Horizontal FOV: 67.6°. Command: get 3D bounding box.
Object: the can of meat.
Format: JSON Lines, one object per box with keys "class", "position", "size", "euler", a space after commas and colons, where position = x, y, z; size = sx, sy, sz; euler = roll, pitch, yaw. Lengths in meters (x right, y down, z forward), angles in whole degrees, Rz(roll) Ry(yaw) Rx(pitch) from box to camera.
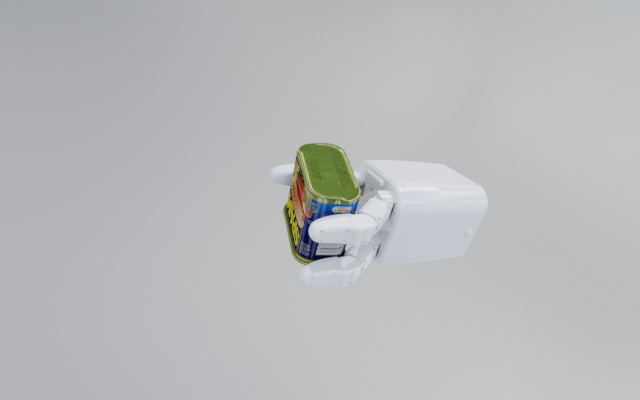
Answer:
{"class": "can of meat", "position": [0.000, 0.001, 0.483], "size": [0.057, 0.084, 0.102], "euler": [2, 38, -15]}
